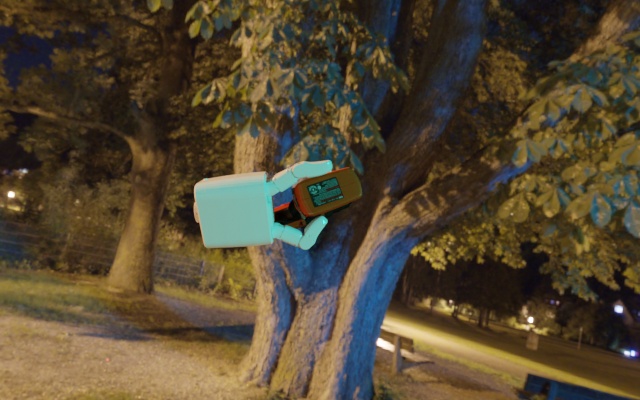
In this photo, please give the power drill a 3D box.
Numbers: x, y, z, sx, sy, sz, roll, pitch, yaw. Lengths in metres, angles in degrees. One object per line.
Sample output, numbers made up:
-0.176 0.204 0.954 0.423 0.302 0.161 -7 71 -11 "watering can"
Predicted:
0.000 0.003 0.805 0.184 0.057 0.188 -21 -8 -22 "power drill"
